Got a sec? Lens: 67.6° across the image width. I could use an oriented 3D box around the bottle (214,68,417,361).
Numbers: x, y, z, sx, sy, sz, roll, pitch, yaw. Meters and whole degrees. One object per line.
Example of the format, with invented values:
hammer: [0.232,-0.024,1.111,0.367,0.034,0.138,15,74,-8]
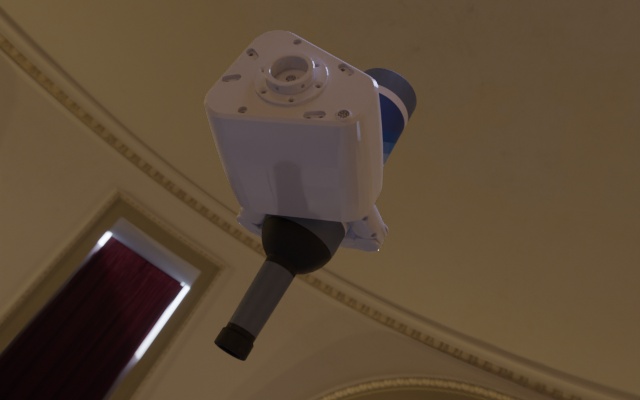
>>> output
bottle: [0.000,0.001,0.423,0.069,0.295,0.069,24,-29,14]
